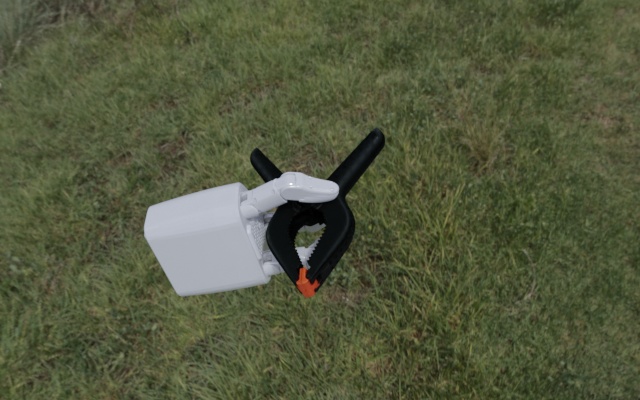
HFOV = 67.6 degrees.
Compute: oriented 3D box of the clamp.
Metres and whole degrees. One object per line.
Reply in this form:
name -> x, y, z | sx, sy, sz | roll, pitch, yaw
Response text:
clamp -> 0.000, 0.002, 0.513 | 0.164, 0.209, 0.036 | -14, -42, 9
